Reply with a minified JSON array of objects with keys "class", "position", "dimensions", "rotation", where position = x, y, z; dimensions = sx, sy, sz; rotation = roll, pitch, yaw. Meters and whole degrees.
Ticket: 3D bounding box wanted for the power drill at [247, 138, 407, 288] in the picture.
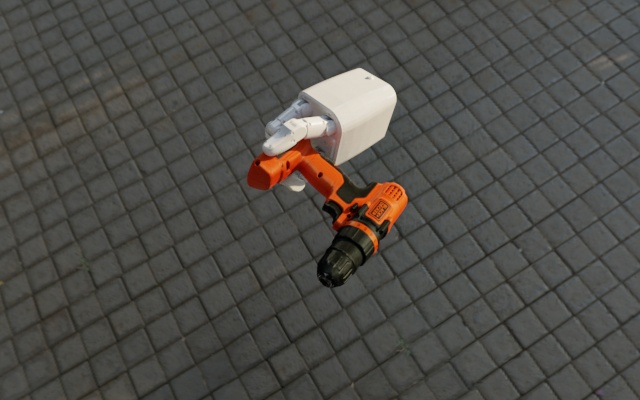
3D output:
[{"class":"power drill","position":[0.000,0.002,0.611],"dimensions":[0.184,0.187,0.057],"rotation":[-46,-11,-40]}]
